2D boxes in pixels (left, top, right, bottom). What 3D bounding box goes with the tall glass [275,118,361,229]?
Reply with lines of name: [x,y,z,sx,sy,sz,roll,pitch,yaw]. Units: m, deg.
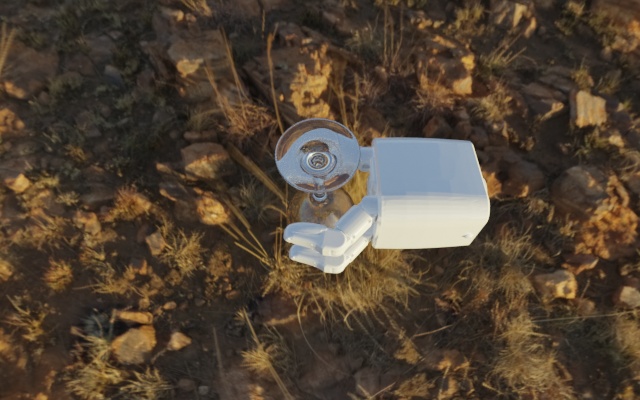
tall glass: [0.000,0.001,0.501,0.079,0.079,0.201,0,-25,1]
